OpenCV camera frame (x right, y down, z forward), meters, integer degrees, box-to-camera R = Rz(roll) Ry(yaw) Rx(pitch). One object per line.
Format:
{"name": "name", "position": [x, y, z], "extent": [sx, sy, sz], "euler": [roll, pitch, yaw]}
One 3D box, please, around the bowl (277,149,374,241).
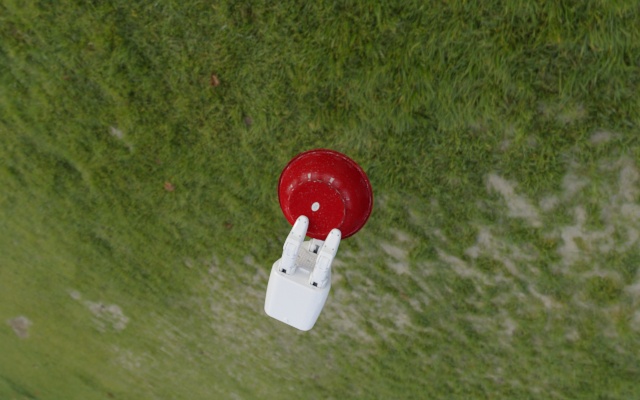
{"name": "bowl", "position": [0.000, 0.001, 0.756], "extent": [0.162, 0.162, 0.055], "euler": [0, 21, 15]}
